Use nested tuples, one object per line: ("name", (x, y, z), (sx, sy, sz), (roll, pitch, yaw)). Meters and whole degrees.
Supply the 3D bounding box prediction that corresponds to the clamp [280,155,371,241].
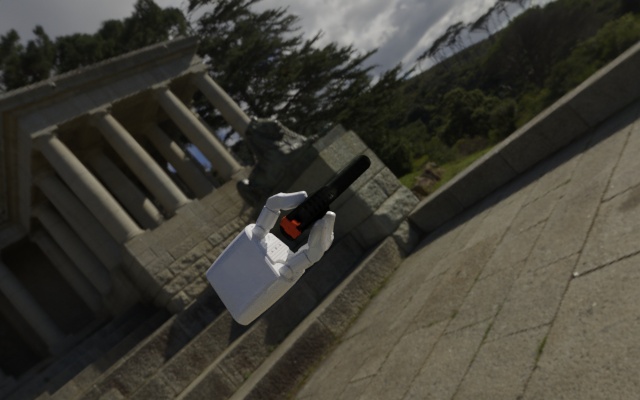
("clamp", (-0.001, 0.002, 0.687), (0.036, 0.164, 0.210), (44, 17, 4))
